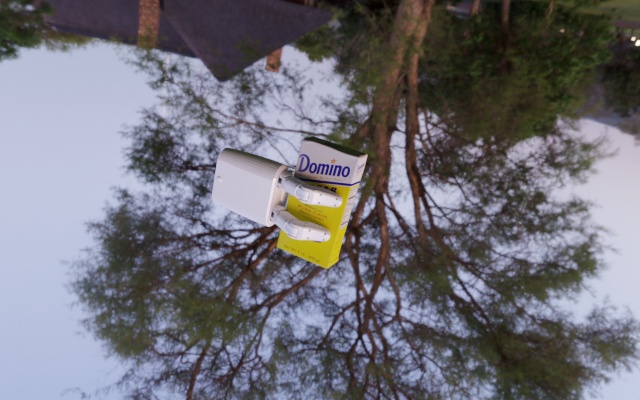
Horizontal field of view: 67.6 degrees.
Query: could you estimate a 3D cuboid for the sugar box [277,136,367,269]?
[{"bbox_3d":[0.000,0.002,0.709,0.093,0.176,0.048,20,21,19],"label":"sugar box"}]
